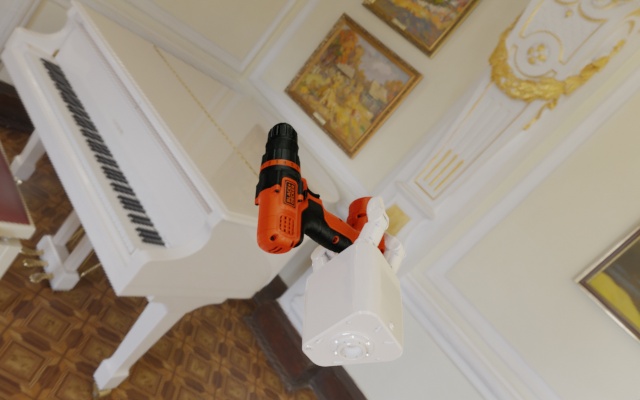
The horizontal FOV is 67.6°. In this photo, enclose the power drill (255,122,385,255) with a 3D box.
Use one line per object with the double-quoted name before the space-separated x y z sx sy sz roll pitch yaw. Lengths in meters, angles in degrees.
"power drill" 0.000 0.002 0.631 0.188 0.184 0.057 23 -36 -32
